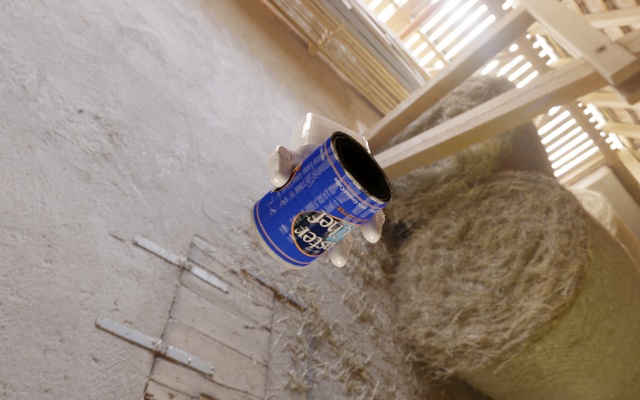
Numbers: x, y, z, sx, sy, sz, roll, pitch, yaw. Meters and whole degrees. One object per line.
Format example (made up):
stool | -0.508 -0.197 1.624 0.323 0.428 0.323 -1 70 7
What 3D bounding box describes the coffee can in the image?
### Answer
coffee can | 0.000 0.002 0.565 0.140 0.102 0.103 -40 -19 25
